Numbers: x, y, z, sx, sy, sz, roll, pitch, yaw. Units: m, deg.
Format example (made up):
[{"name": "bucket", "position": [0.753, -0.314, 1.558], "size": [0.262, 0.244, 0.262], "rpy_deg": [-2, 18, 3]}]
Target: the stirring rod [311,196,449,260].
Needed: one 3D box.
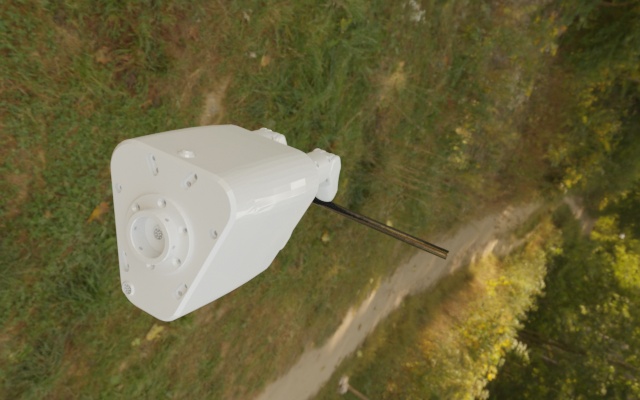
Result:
[{"name": "stirring rod", "position": [0.000, 0.001, 0.434], "size": [0.239, 0.011, 0.011], "rpy_deg": [23, 7, 18]}]
